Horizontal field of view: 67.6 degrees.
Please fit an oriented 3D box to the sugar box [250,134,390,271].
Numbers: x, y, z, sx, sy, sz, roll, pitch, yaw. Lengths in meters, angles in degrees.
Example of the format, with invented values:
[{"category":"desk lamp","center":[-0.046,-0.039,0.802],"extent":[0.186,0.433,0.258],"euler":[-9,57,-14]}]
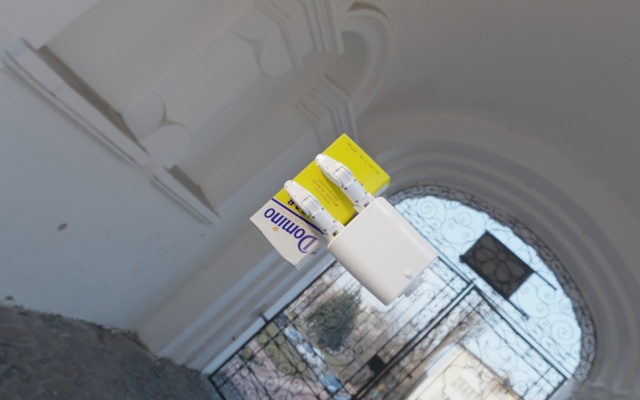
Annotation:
[{"category":"sugar box","center":[0.000,0.002,0.651],"extent":[0.176,0.093,0.048],"euler":[-43,-15,-7]}]
